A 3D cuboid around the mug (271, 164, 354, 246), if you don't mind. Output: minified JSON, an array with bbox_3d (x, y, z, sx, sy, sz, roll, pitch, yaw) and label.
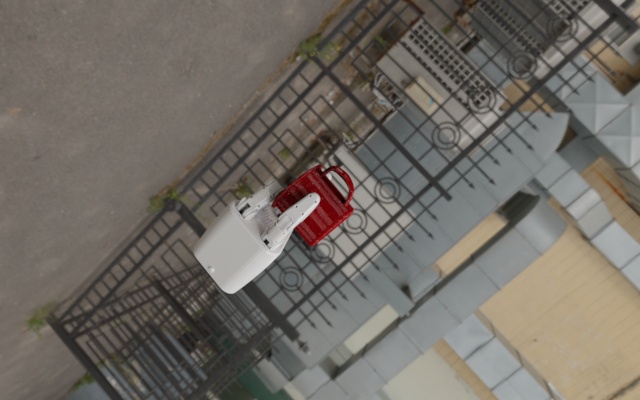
[{"bbox_3d":[0.001,0.001,0.665,0.117,0.081,0.093,-43,-6,27],"label":"mug"}]
